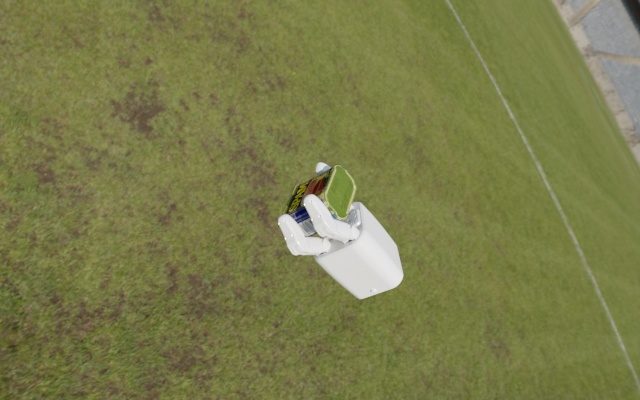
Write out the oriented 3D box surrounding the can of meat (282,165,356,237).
[{"bbox_3d":[0.000,0.002,0.710,0.084,0.057,0.102,-28,25,33],"label":"can of meat"}]
